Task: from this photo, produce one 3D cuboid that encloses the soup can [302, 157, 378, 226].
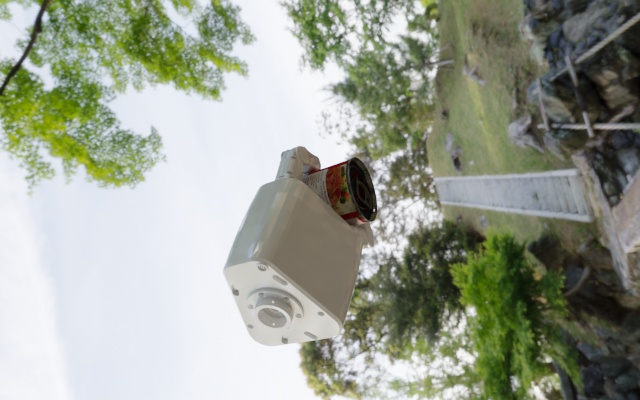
[{"bbox_3d":[0.000,0.001,0.504,0.102,0.068,0.068,-16,-7,25],"label":"soup can"}]
